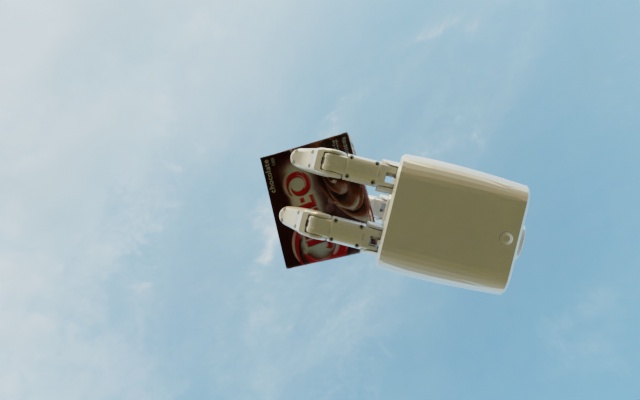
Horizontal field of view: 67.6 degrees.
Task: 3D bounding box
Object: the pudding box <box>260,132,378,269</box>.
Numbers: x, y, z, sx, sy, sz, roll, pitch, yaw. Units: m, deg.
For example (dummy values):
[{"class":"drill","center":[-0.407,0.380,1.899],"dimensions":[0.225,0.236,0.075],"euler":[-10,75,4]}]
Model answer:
[{"class":"pudding box","center":[0.000,0.001,0.459],"dimensions":[0.090,0.113,0.039],"euler":[-15,-5,13]}]
